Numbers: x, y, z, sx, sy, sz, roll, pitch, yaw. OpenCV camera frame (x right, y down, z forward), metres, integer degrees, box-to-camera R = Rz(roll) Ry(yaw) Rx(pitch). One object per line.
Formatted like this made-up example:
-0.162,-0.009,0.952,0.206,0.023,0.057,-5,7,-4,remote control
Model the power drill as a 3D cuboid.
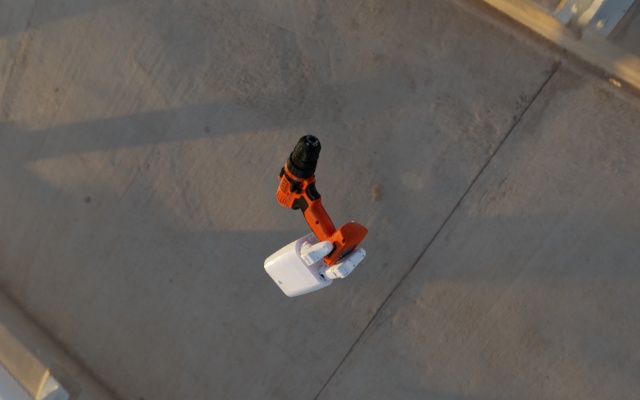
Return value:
0.000,0.003,0.807,0.057,0.187,0.184,-24,-21,-28,power drill
